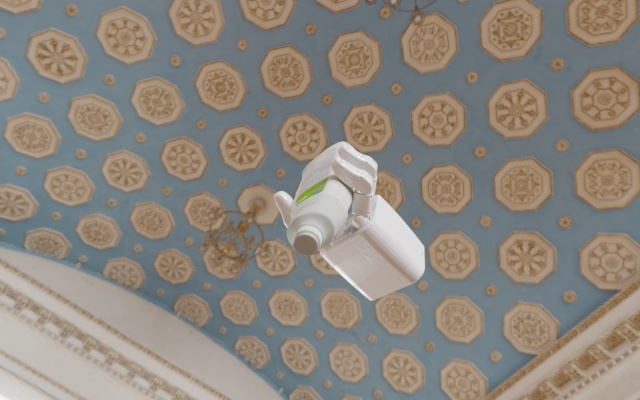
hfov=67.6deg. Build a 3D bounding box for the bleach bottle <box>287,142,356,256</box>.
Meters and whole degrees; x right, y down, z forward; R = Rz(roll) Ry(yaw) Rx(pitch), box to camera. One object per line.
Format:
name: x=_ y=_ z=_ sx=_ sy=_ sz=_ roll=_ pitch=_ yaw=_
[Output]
bleach bottle: x=0.000 y=0.002 z=0.642 sx=0.102 sy=0.068 sz=0.250 roll=-38 pitch=12 yaw=24
